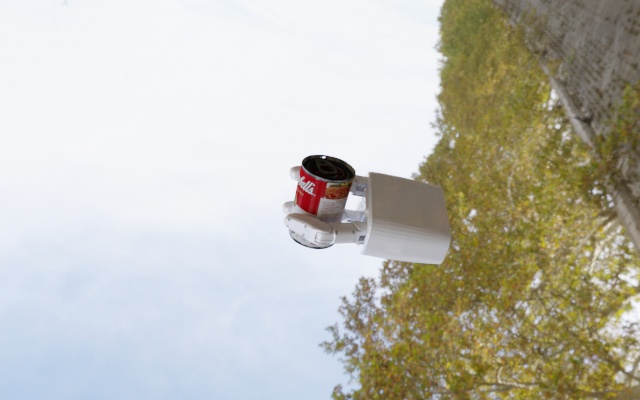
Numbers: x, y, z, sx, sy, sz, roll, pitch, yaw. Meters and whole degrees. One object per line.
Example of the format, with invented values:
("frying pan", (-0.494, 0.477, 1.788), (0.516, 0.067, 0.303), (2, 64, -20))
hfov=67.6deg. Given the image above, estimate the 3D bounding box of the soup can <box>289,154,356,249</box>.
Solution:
("soup can", (0.000, 0.002, 0.604), (0.068, 0.102, 0.068), (10, 30, -6))
